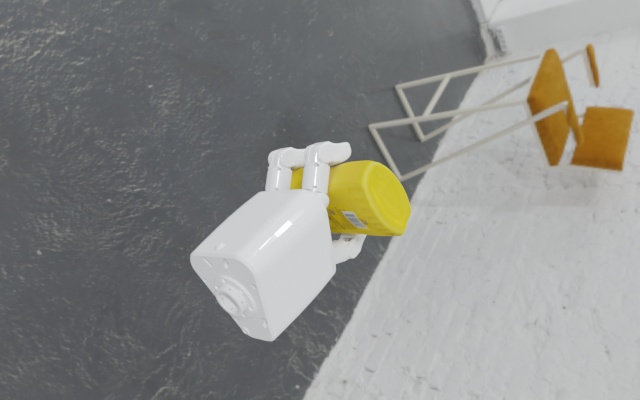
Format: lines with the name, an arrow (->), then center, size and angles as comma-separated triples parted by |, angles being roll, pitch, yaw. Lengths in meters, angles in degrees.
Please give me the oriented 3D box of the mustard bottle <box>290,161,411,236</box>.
mustard bottle -> 0.000, 0.002, 0.548 | 0.191, 0.058, 0.096 | -2, -35, 41
